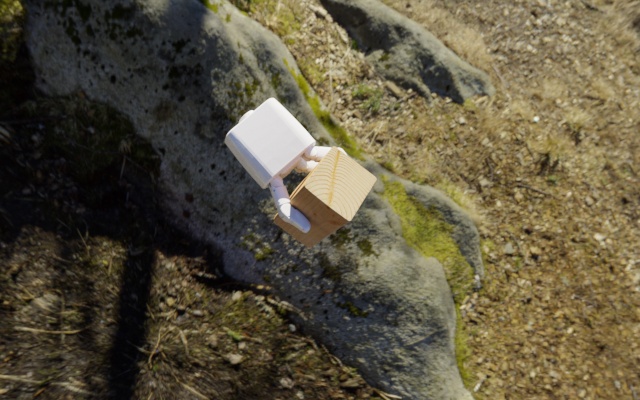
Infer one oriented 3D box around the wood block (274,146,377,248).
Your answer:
[{"bbox_3d":[0.000,0.003,0.820,0.090,0.090,0.206,37,-24,-5],"label":"wood block"}]
